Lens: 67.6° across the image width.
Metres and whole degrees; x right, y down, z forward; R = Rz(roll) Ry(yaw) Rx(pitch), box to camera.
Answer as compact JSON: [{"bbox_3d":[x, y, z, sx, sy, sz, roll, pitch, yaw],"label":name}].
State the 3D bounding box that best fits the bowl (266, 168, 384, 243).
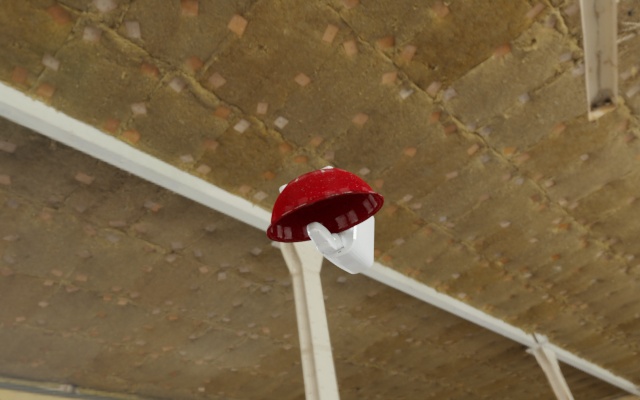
[{"bbox_3d":[0.000,0.001,0.639,0.162,0.055,0.162,-15,-20,-6],"label":"bowl"}]
